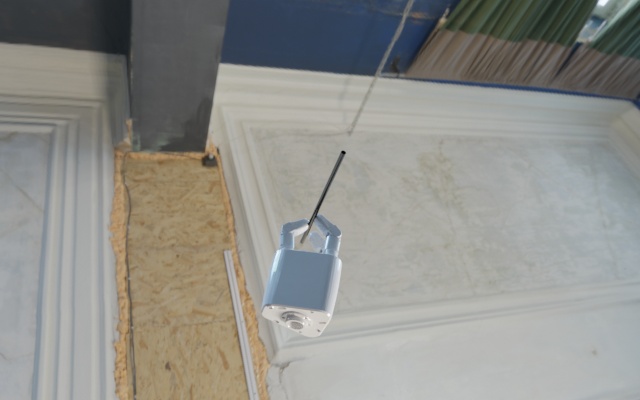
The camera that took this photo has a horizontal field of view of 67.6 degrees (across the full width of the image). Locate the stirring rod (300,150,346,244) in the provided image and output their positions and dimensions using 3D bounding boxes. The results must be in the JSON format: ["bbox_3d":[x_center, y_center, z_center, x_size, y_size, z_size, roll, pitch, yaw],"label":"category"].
[{"bbox_3d":[0.000,0.003,0.804,0.011,0.011,0.240,0,-38,-21],"label":"stirring rod"}]
